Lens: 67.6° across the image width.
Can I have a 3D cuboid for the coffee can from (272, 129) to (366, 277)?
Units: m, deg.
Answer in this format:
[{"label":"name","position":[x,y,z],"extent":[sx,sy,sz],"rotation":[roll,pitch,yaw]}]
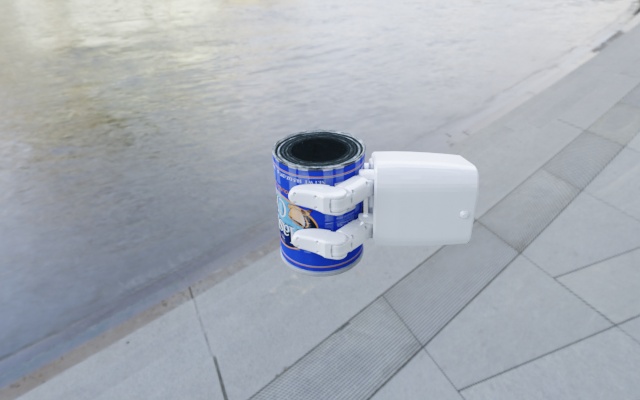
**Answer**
[{"label":"coffee can","position":[0.000,0.002,0.555],"extent":[0.103,0.140,0.102],"rotation":[-1,31,1]}]
